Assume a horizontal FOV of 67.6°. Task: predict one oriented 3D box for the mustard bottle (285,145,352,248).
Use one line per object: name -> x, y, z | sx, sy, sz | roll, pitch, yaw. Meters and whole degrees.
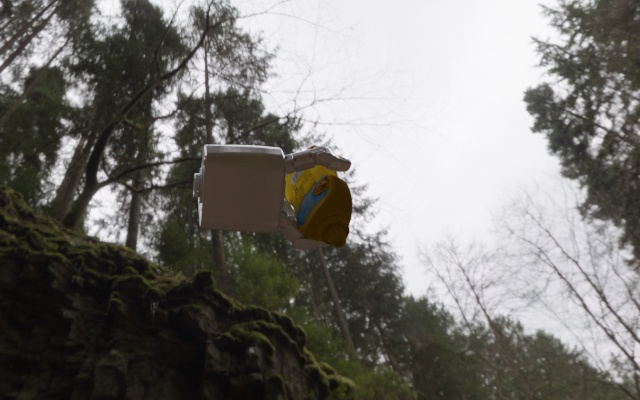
mustard bottle -> 0.000, 0.002, 0.688 | 0.058, 0.096, 0.191 | 26, 22, -30
